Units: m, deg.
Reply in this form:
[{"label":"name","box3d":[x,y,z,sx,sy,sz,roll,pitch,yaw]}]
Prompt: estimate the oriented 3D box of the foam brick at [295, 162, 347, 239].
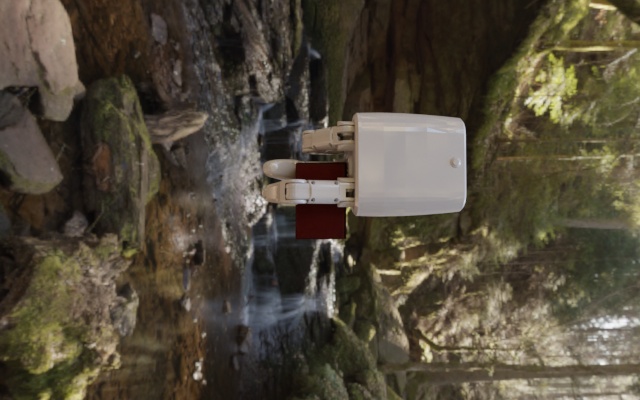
[{"label":"foam brick","box3d":[0.000,0.002,0.490,0.051,0.078,0.053,0,-2,-2]}]
